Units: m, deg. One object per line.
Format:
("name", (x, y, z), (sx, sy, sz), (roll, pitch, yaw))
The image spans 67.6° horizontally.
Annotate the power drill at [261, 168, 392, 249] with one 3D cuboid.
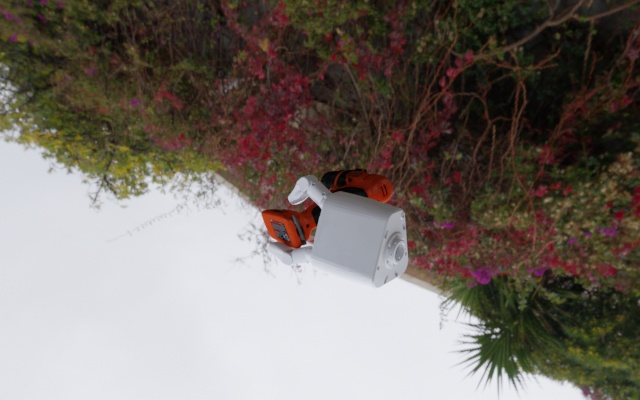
("power drill", (0.000, 0.003, 0.789), (0.187, 0.057, 0.184), (-30, 18, -23))
